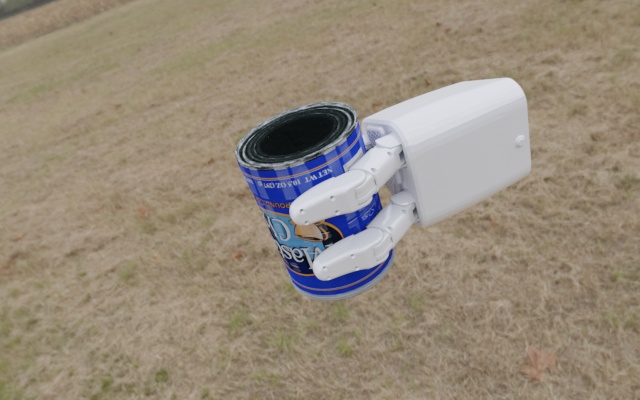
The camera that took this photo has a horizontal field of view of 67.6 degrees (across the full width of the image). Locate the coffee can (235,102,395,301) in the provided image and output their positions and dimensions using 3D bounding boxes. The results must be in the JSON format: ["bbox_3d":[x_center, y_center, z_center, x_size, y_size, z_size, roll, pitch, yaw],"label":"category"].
[{"bbox_3d":[0.000,0.002,0.414,0.103,0.140,0.102,-14,32,9],"label":"coffee can"}]
